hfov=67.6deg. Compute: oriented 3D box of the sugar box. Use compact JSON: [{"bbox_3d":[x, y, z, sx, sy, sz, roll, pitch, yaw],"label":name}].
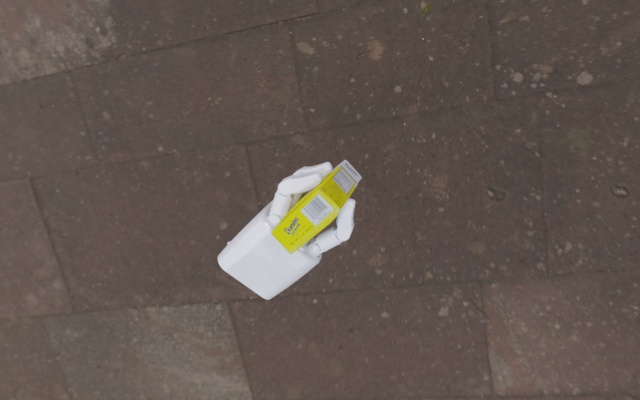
[{"bbox_3d":[0.000,0.002,0.674,0.093,0.048,0.176,-41,6,21],"label":"sugar box"}]
